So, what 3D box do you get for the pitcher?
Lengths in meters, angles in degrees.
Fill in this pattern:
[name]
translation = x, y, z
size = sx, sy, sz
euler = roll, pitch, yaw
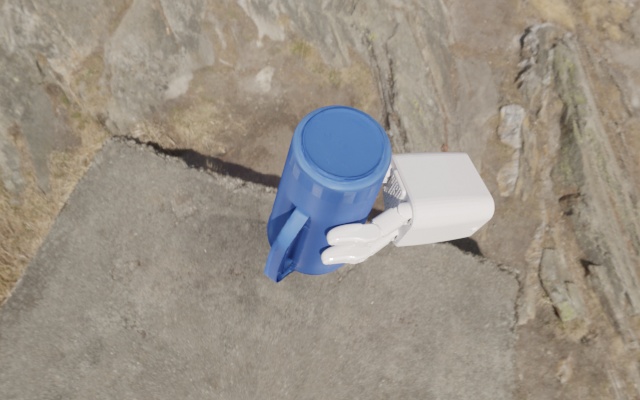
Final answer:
[pitcher]
translation = 0.000, 0.002, 0.596
size = 0.145, 0.149, 0.243
euler = -3, -26, -11
